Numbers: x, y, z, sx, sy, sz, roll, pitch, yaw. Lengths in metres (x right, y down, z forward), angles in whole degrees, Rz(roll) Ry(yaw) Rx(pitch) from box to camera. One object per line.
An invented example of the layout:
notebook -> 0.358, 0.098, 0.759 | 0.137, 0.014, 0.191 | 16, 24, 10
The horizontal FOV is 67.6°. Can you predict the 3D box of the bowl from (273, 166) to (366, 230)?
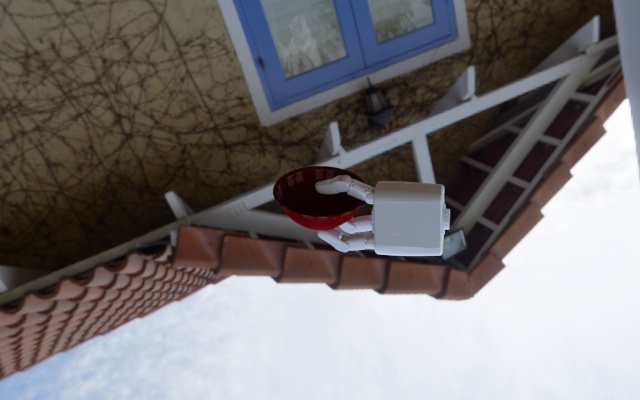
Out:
bowl -> -0.001, 0.003, 0.816 | 0.162, 0.055, 0.162 | 1, 34, -1
